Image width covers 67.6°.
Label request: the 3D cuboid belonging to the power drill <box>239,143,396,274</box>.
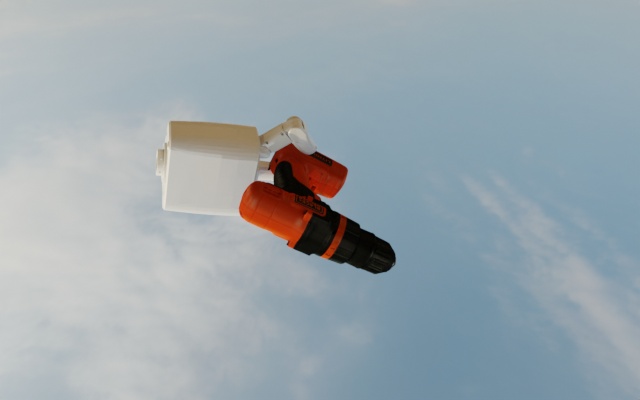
[{"bbox_3d":[0.000,0.002,0.579,0.184,0.057,0.187,26,22,-13],"label":"power drill"}]
